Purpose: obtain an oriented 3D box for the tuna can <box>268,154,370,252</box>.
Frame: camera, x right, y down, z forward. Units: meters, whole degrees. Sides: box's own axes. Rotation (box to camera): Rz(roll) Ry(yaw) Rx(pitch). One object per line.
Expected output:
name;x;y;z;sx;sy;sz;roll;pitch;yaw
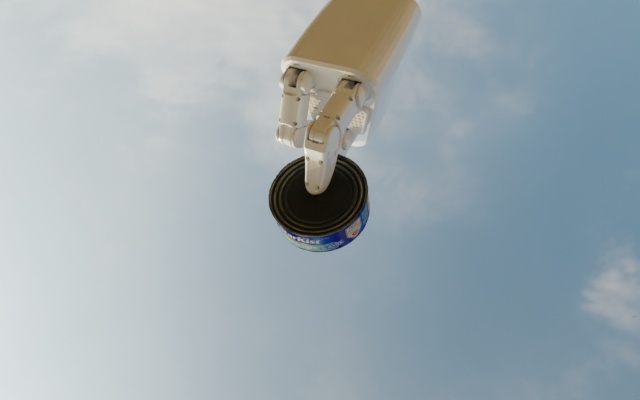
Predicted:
tuna can;0.000;0.002;0.417;0.086;0.086;0.034;0;-33;11
